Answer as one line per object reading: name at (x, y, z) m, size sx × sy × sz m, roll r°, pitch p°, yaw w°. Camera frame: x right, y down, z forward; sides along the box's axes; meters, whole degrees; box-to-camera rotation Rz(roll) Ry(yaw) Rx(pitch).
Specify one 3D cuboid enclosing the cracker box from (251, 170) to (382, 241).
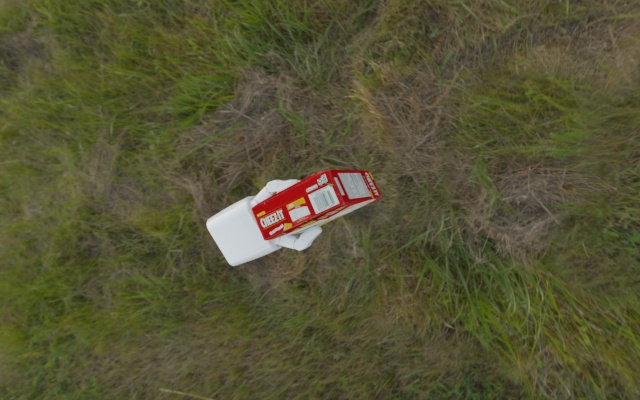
cracker box at (0.000, 0.003, 0.881) m, size 0.164 × 0.072 × 0.213 m, roll -26°, pitch -7°, yaw 23°
